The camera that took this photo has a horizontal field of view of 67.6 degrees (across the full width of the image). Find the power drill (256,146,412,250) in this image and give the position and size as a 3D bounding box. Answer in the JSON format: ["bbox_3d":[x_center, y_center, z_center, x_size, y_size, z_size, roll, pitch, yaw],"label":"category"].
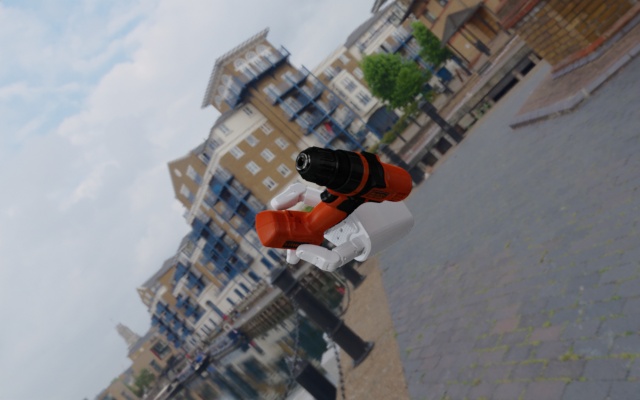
[{"bbox_3d":[0.000,0.002,0.610,0.184,0.057,0.188,12,-35,-43],"label":"power drill"}]
